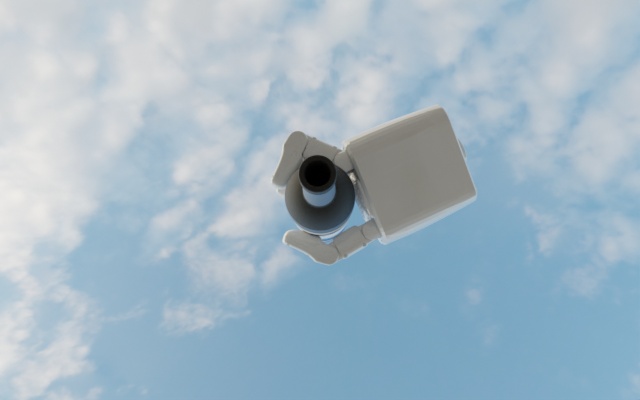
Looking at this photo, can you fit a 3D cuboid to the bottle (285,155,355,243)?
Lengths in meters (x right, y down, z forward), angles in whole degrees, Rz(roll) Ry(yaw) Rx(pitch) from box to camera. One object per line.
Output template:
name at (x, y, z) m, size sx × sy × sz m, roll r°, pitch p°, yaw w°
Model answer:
bottle at (0.000, 0.002, 0.483) m, size 0.069 × 0.069 × 0.296 m, roll 0°, pitch -8°, yaw 1°
